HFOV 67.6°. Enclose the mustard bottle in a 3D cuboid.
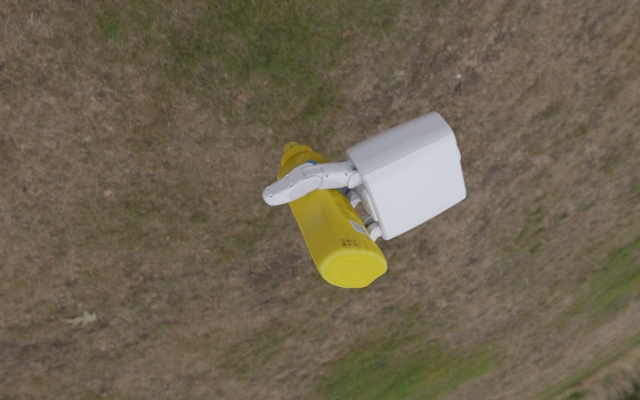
[{"bbox_3d":[0.000,0.002,0.528,0.058,0.191,0.096,-41,-38,18],"label":"mustard bottle"}]
